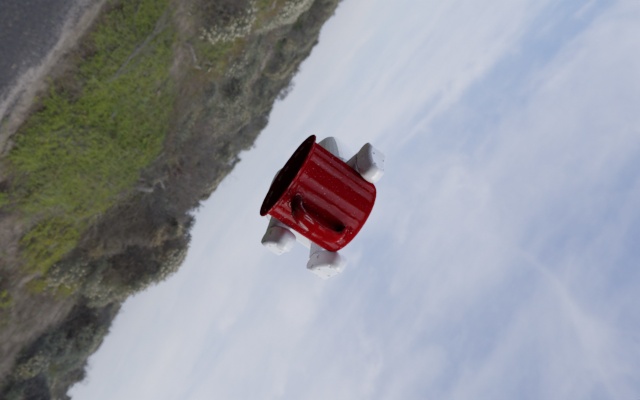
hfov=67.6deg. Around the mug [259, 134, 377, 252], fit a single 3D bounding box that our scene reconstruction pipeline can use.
[{"bbox_3d":[0.000,0.002,0.452,0.081,0.093,0.117,34,19,-14],"label":"mug"}]
